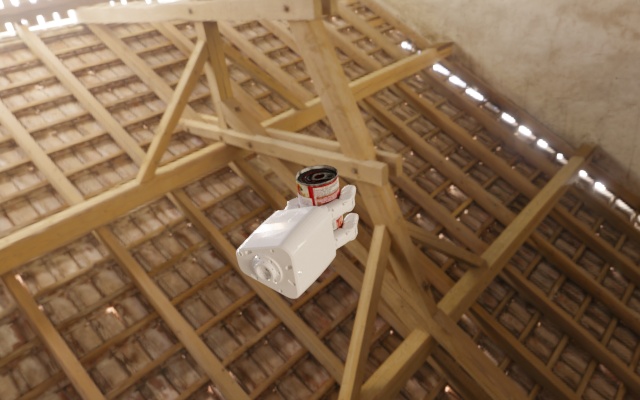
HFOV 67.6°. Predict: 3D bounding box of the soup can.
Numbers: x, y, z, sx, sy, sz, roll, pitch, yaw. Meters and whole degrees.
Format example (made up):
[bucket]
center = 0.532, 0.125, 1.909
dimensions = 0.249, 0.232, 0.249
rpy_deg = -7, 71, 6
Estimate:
[soup can]
center = 0.000, 0.003, 0.775
dimensions = 0.068, 0.102, 0.068
rpy_deg = -6, 29, 3
